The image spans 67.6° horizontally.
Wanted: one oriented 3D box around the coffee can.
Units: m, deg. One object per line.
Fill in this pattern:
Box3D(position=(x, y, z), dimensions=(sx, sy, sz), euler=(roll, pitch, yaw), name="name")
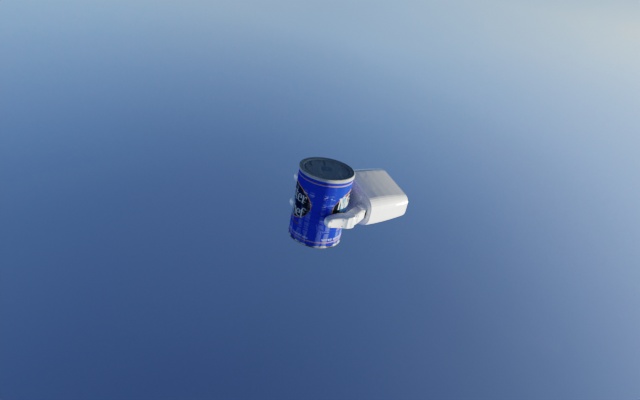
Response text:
Box3D(position=(0.000, 0.003, 0.890), dimensions=(0.103, 0.140, 0.102), euler=(9, 26, -5), name="coffee can")
